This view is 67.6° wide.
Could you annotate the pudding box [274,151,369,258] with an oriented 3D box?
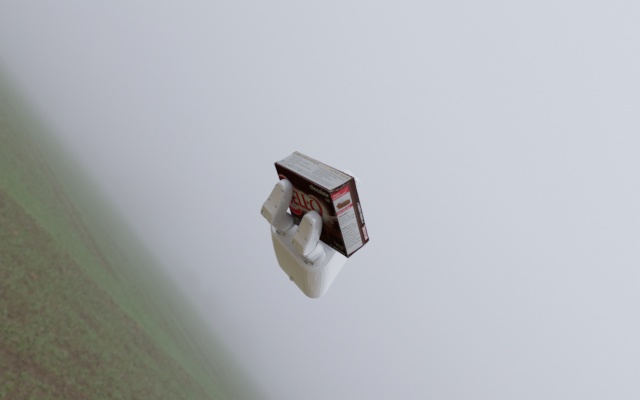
[{"bbox_3d":[0.000,0.002,0.542,0.039,0.090,0.113,-34,36,-25],"label":"pudding box"}]
